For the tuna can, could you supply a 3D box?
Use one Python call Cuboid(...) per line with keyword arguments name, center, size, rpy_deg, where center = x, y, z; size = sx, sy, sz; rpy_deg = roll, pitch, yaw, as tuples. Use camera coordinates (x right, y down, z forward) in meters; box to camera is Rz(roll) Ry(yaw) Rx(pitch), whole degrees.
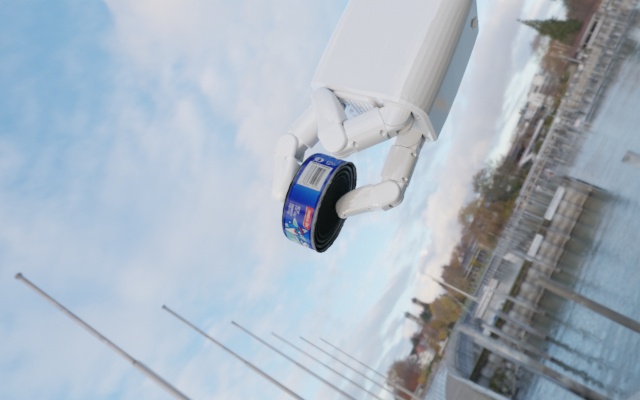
Cuboid(name="tuna can", center=(0.000, 0.001, 0.429), size=(0.033, 0.086, 0.086), rpy_deg=(20, 7, 20))
